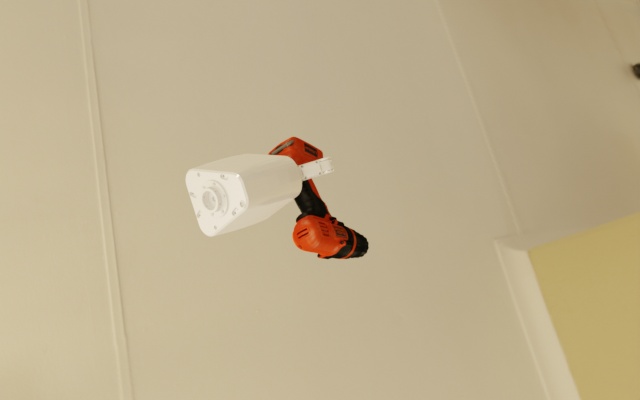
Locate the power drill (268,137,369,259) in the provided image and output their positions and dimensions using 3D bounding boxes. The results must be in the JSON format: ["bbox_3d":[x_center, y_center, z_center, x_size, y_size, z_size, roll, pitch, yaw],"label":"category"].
[{"bbox_3d":[0.000,0.002,0.739,0.057,0.187,0.184,-32,-25,20],"label":"power drill"}]
